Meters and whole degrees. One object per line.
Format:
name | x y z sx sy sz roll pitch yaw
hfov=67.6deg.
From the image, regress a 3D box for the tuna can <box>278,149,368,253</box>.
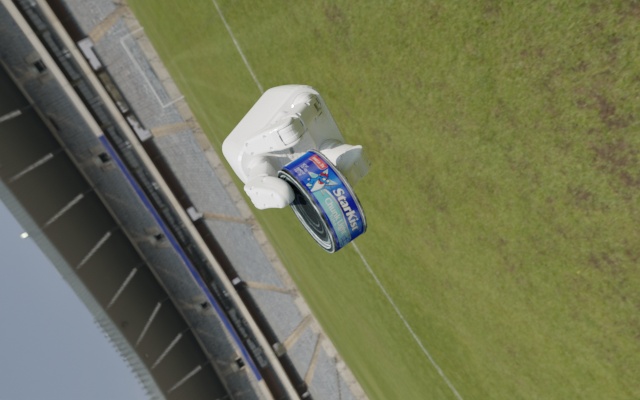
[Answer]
tuna can | 0.000 0.002 0.405 0.033 0.086 0.086 -34 9 -14
